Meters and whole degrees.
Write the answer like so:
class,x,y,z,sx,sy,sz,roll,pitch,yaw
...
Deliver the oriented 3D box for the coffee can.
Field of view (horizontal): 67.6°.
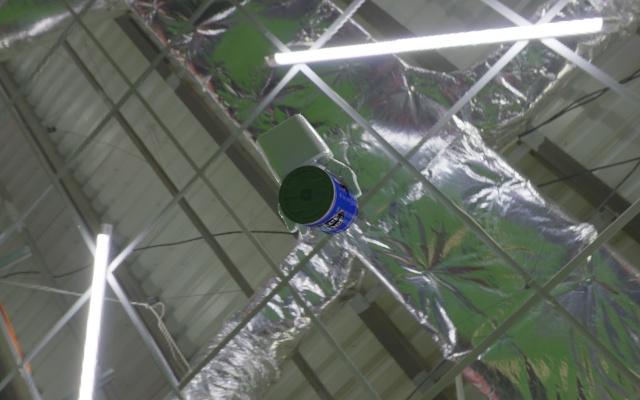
class,x,y,z,sx,sy,sz,roll,pitch,yaw
coffee can,0.000,0.003,0.869,0.103,0.102,0.140,0,-11,22
